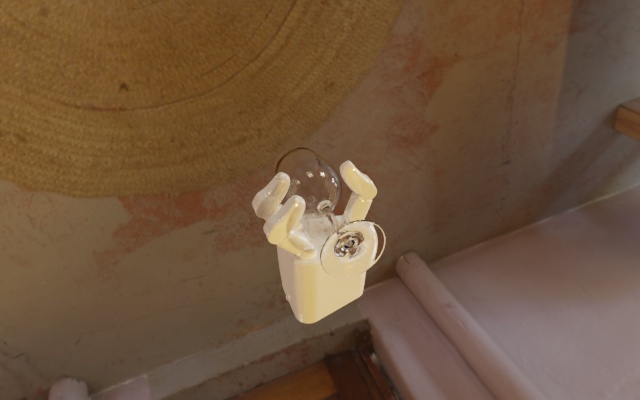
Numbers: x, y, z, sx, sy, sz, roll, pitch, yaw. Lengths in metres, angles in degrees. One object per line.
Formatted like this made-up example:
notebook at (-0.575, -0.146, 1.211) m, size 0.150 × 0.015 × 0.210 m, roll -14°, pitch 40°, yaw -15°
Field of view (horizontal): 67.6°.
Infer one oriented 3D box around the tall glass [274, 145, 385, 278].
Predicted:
tall glass at (0.000, 0.002, 0.576) m, size 0.079 × 0.079 × 0.201 m, roll 0°, pitch 31°, yaw -24°
